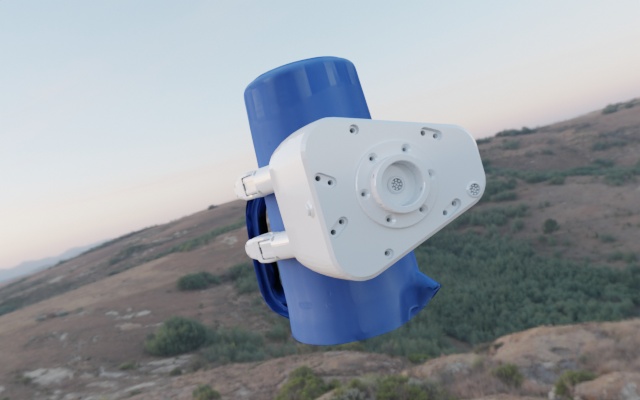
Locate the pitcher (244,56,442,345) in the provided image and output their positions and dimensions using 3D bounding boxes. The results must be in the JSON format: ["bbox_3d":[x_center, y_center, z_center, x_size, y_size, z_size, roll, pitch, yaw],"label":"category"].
[{"bbox_3d":[0.000,0.001,0.453,0.149,0.243,0.145,-15,2,-11],"label":"pitcher"}]
